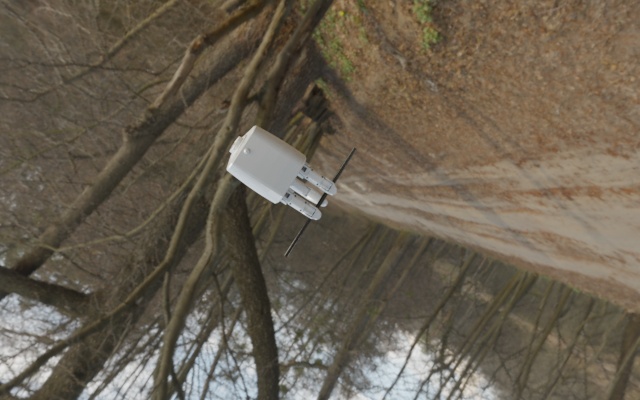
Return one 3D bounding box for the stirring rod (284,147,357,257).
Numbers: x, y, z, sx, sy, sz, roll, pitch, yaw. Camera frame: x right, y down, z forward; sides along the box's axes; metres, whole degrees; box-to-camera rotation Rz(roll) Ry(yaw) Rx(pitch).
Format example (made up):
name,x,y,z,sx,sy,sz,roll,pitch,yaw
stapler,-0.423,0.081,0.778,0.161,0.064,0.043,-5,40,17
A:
name,x,y,z,sx,sy,sz,roll,pitch,yaw
stirring rod,0.000,0.003,0.895,0.011,0.239,0.011,33,-1,1
